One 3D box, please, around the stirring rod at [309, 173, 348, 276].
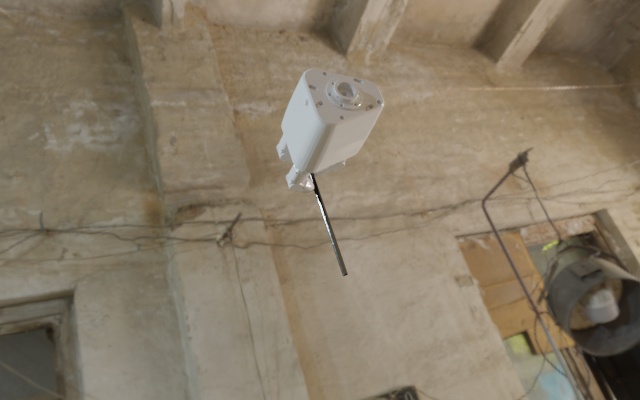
[{"bbox_3d":[0.000,0.002,0.731,0.011,0.239,0.011,-16,-24,-7],"label":"stirring rod"}]
